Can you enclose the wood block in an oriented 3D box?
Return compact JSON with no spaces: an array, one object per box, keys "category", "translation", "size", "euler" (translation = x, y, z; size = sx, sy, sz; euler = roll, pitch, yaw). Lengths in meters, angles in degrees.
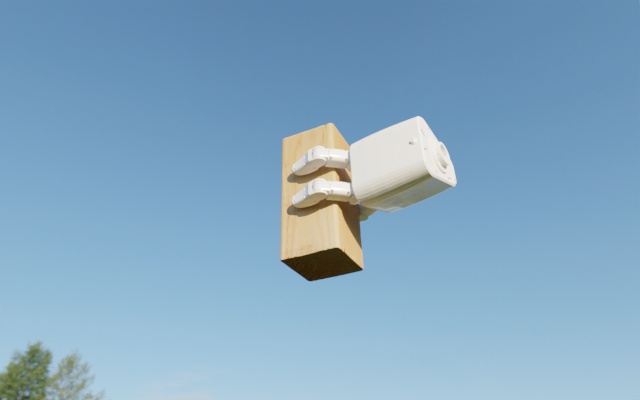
[{"category":"wood block","translation":[0.001,0.002,0.707],"size":[0.090,0.206,0.091],"euler":[-16,-34,22]}]
